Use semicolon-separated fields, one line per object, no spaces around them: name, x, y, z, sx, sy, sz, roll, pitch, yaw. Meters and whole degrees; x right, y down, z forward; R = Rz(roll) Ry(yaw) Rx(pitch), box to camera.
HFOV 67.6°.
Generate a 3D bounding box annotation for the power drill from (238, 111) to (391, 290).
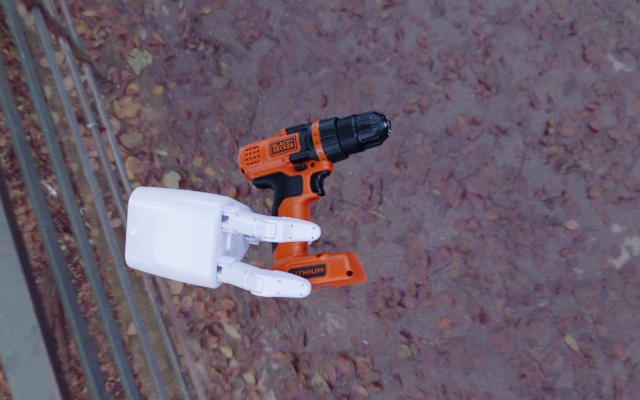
power drill;0.000;0.002;0.531;0.184;0.187;0.057;-14;-18;20
